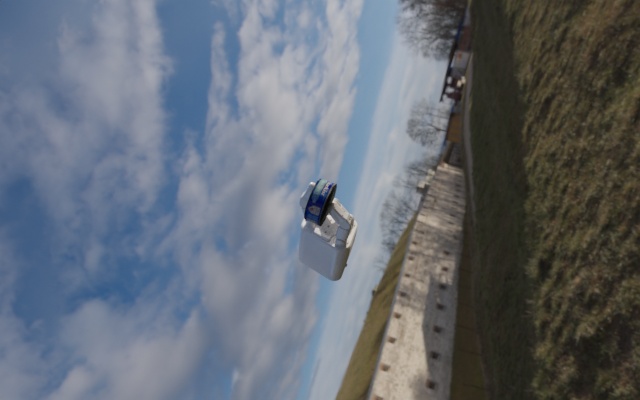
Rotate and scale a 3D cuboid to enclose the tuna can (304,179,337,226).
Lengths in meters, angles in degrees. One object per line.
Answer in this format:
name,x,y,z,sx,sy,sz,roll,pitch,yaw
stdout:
tuna can,0.000,0.003,0.897,0.034,0.086,0.086,21,3,9
